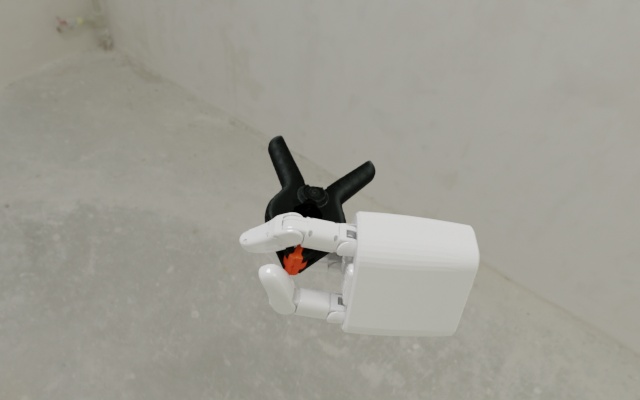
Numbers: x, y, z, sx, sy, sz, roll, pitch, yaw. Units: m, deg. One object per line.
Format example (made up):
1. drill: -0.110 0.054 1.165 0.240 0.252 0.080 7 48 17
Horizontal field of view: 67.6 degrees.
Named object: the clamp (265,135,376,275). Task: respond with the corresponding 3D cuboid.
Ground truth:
1. clamp: 0.000 0.001 0.480 0.120 0.171 0.039 5 -42 -3
